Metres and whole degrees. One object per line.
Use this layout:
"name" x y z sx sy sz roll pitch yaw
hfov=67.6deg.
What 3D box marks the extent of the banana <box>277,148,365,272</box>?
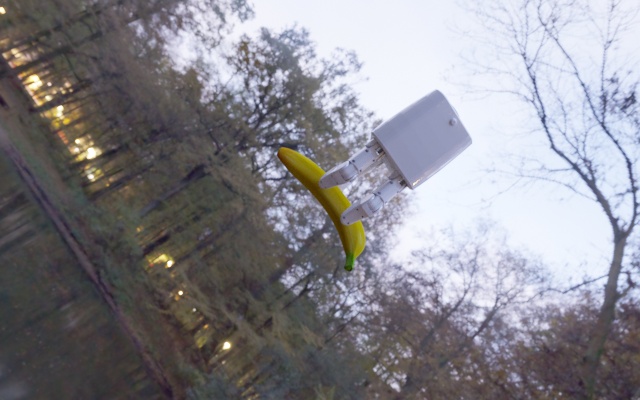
"banana" 0.011 0.002 0.680 0.037 0.198 0.069 -37 -10 28
